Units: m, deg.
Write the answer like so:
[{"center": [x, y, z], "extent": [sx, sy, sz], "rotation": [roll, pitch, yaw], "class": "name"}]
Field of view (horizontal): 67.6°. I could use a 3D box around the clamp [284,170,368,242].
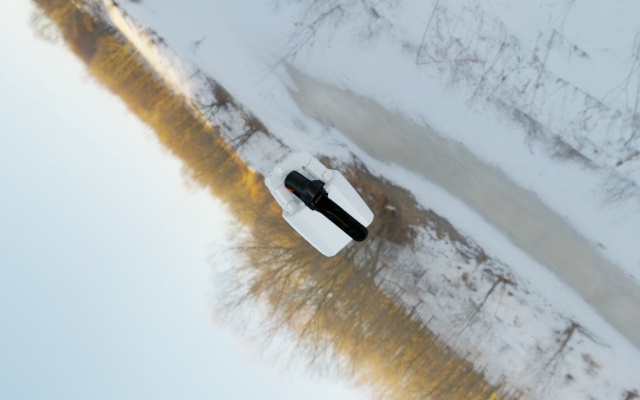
[{"center": [0.000, 0.003, 0.692], "extent": [0.039, 0.120, 0.171], "rotation": [-42, 24, -6], "class": "clamp"}]
